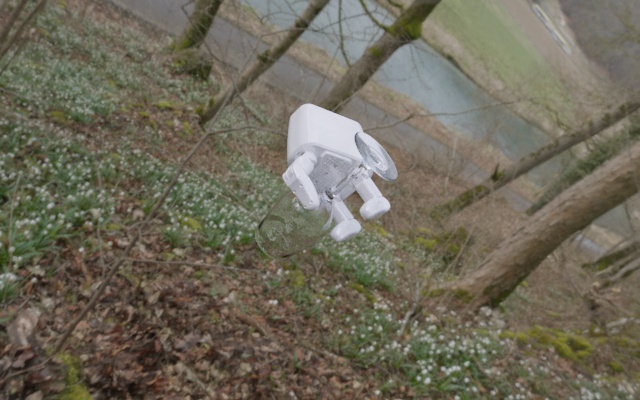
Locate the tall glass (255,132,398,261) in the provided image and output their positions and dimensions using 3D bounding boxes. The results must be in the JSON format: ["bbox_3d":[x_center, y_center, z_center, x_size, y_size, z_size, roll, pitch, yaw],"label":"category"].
[{"bbox_3d":[0.001,0.002,0.621,0.201,0.079,0.079,-40,-21,28],"label":"tall glass"}]
